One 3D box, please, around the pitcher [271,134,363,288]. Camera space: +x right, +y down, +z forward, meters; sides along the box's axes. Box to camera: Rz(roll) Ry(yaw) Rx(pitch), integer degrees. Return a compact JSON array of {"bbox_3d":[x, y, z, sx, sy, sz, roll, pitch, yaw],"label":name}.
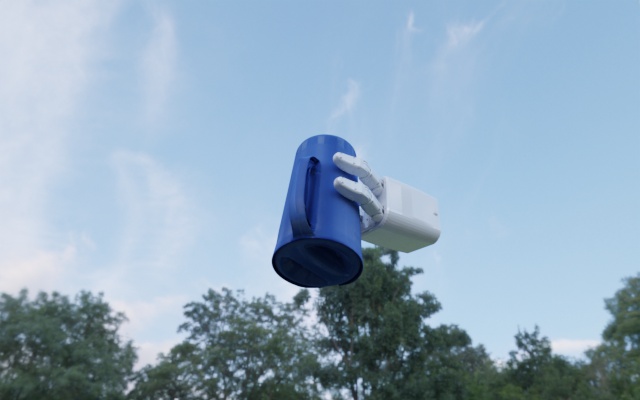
[{"bbox_3d":[0.000,0.003,0.756,0.145,0.242,0.149,21,-43,-18],"label":"pitcher"}]
